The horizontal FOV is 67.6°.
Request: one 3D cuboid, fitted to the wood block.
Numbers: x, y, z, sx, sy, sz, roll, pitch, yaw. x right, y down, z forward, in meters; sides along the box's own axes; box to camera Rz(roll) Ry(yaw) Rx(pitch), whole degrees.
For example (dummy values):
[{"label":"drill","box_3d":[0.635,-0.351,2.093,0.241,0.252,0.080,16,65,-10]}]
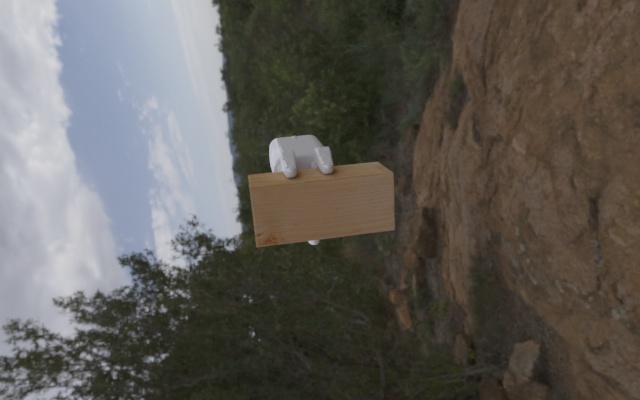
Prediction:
[{"label":"wood block","box_3d":[0.000,0.003,0.721,0.206,0.091,0.090,-7,17,-8]}]
